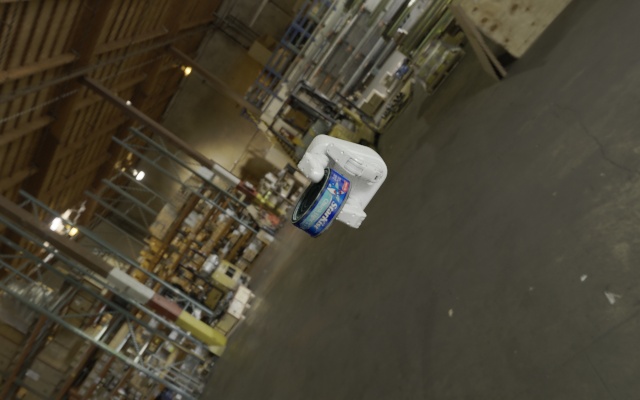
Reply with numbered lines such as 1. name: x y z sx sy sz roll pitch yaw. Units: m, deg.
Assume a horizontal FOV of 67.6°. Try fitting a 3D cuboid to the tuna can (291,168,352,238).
1. tuna can: 0.000 0.002 0.593 0.034 0.086 0.086 34 -9 -13
